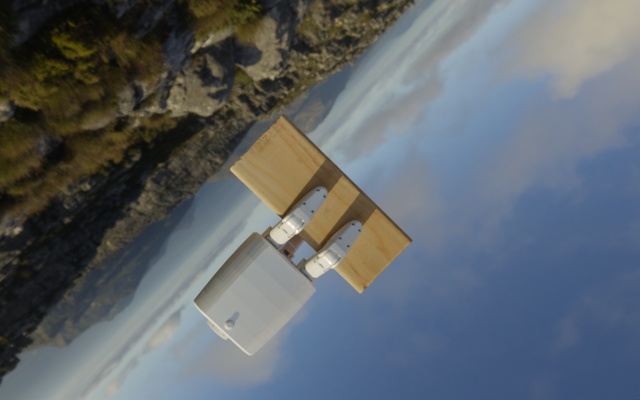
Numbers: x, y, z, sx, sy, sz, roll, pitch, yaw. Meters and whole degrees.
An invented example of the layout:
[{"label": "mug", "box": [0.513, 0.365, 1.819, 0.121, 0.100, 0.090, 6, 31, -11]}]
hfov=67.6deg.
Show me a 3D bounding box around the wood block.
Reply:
[{"label": "wood block", "box": [0.000, 0.002, 0.582, 0.206, 0.090, 0.091, 44, 0, -5]}]
